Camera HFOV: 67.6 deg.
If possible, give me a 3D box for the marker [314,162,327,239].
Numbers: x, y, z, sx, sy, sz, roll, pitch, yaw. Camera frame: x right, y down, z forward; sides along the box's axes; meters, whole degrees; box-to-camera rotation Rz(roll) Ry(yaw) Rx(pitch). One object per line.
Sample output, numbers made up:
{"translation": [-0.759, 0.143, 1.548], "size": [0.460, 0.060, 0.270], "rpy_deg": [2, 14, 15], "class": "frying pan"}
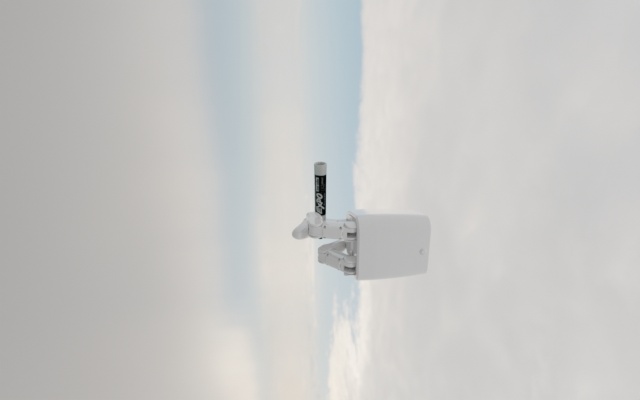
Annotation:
{"translation": [0.000, 0.002, 0.709], "size": [0.020, 0.121, 0.020], "rpy_deg": [0, 23, 0], "class": "marker"}
